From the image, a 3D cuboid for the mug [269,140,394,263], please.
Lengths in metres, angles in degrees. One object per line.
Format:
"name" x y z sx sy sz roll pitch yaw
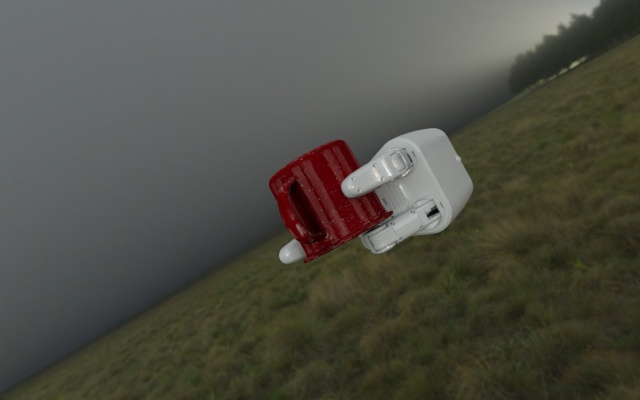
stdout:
"mug" -0.001 0.002 0.421 0.093 0.081 0.117 -31 -3 33
